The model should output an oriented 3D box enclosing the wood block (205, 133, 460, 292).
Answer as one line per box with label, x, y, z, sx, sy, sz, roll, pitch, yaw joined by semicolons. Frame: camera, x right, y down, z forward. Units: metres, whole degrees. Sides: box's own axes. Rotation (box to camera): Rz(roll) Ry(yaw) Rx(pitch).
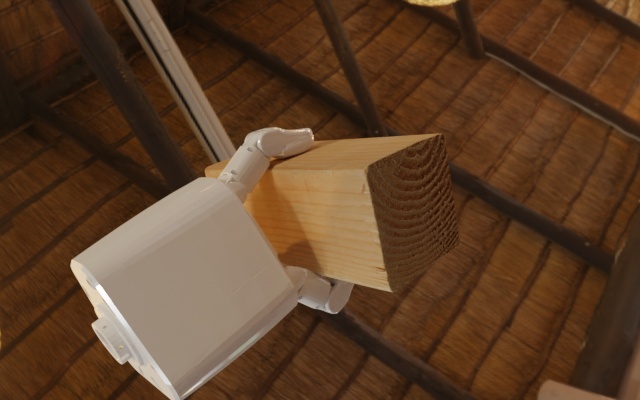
wood block;0.000;0.001;0.405;0.090;0.091;0.206;-25;19;-38
